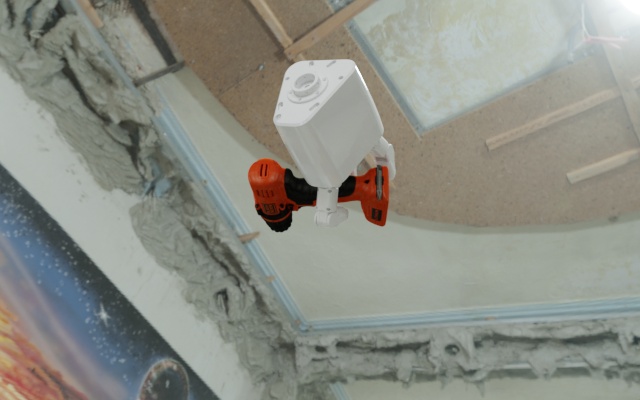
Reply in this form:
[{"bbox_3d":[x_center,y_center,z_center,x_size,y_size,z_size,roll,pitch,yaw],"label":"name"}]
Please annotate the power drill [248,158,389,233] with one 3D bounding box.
[{"bbox_3d":[0.001,0.002,0.674,0.187,0.057,0.184,0,-23,3],"label":"power drill"}]
